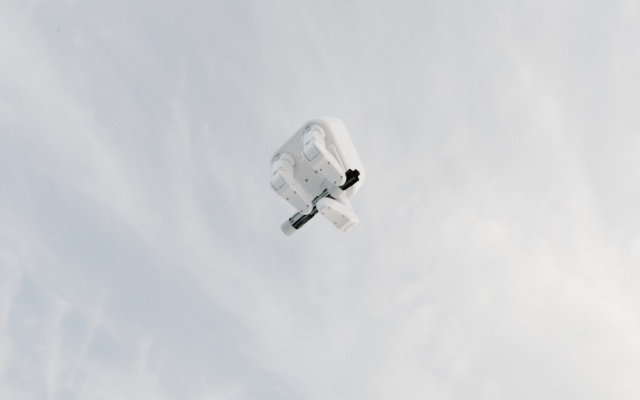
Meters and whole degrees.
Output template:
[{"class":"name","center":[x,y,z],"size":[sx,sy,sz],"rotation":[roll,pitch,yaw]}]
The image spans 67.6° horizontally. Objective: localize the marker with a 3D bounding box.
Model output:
[{"class":"marker","center":[0.000,0.002,0.580],"size":[0.121,0.020,0.020],"rotation":[-39,-15,19]}]
